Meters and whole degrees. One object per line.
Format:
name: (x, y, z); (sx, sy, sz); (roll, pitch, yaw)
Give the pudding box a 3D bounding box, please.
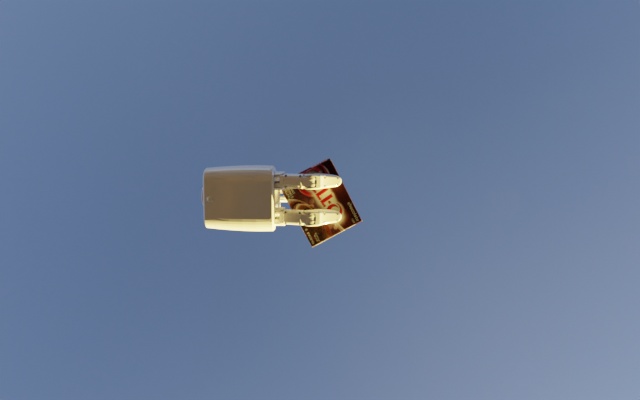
pudding box: (0.000, 0.002, 0.752); (0.090, 0.113, 0.039); (-28, 8, 1)
